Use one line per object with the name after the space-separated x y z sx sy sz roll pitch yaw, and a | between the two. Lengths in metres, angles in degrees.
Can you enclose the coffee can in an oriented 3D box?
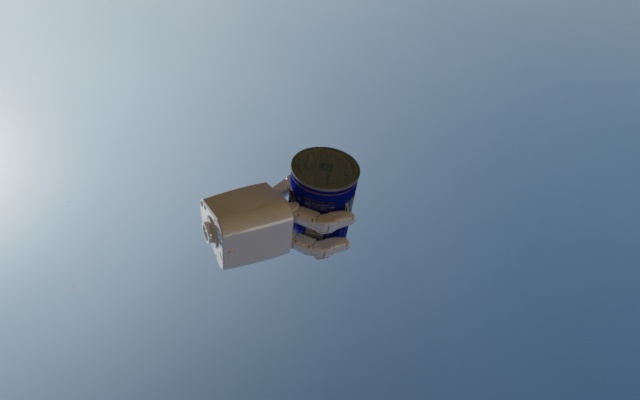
0.000 0.002 0.743 0.103 0.140 0.102 5 40 -4 | coffee can
